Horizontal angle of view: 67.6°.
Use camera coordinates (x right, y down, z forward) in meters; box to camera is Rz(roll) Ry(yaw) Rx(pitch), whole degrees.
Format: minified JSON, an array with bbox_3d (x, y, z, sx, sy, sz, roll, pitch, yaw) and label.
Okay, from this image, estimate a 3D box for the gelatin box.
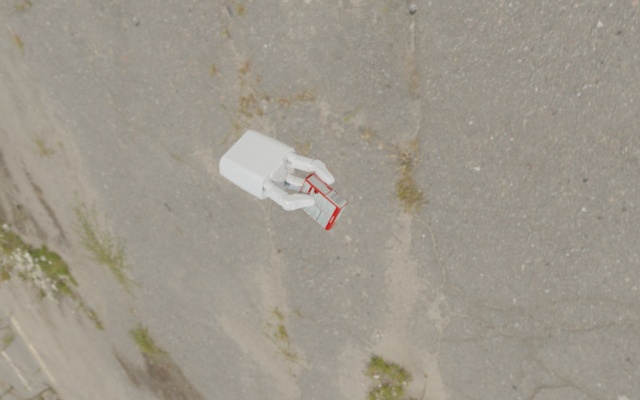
[{"bbox_3d":[0.000,0.003,0.896,0.030,0.089,0.073,-38,-17,-40],"label":"gelatin box"}]
